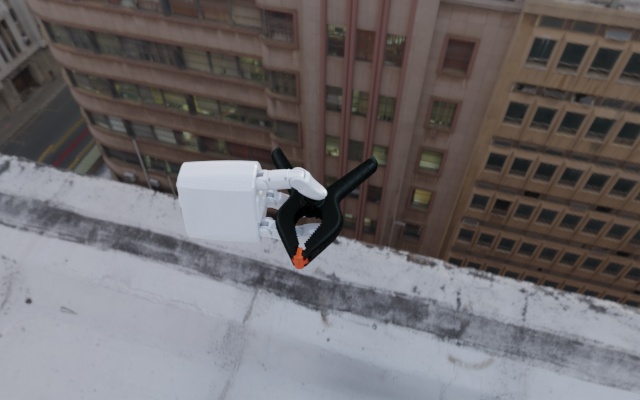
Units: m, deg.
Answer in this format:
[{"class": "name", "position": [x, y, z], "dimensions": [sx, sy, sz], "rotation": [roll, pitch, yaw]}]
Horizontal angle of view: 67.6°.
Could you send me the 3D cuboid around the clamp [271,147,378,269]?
[{"class": "clamp", "position": [0.000, 0.002, 0.680], "dimensions": [0.164, 0.209, 0.036], "rotation": [1, -40, 5]}]
